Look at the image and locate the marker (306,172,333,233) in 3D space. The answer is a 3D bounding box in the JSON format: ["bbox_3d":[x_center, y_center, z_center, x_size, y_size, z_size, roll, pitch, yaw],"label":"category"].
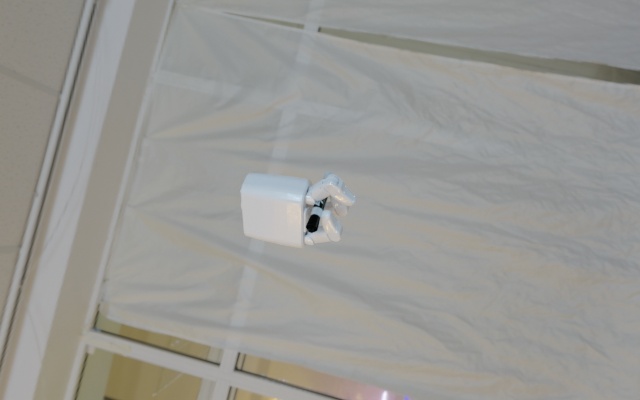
[{"bbox_3d":[0.000,0.002,0.752,0.020,0.121,0.020,11,-41,9],"label":"marker"}]
